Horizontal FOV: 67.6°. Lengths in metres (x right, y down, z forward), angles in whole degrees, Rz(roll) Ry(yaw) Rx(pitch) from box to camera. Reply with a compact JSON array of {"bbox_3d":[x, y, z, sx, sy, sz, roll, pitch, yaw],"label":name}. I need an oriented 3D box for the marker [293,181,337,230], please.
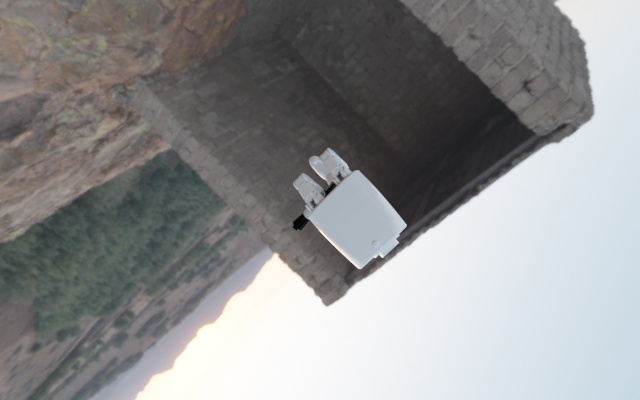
[{"bbox_3d":[0.000,0.002,0.739,0.121,0.020,0.020,-46,-14,14],"label":"marker"}]
